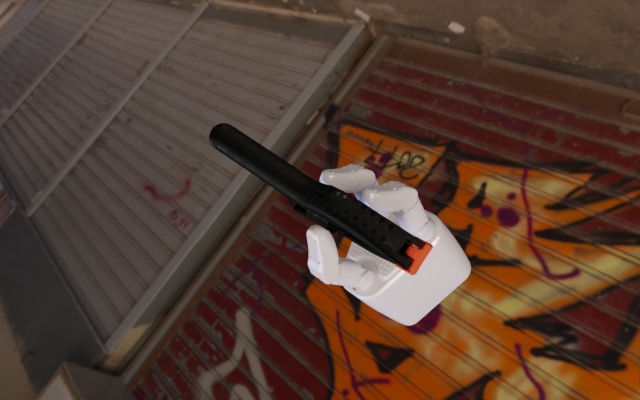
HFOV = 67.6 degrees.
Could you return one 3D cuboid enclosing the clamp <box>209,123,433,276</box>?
[{"bbox_3d":[0.000,0.002,0.420,0.210,0.036,0.165,28,-8,45],"label":"clamp"}]
